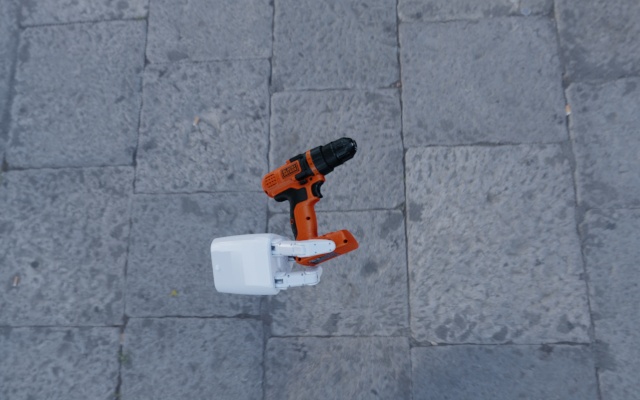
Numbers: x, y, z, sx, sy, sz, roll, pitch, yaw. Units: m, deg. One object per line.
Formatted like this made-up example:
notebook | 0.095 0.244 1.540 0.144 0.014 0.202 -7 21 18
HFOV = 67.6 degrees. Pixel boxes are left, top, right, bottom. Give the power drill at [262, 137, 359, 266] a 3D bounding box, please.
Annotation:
power drill | 0.000 0.003 0.801 0.184 0.187 0.057 -26 -23 21
